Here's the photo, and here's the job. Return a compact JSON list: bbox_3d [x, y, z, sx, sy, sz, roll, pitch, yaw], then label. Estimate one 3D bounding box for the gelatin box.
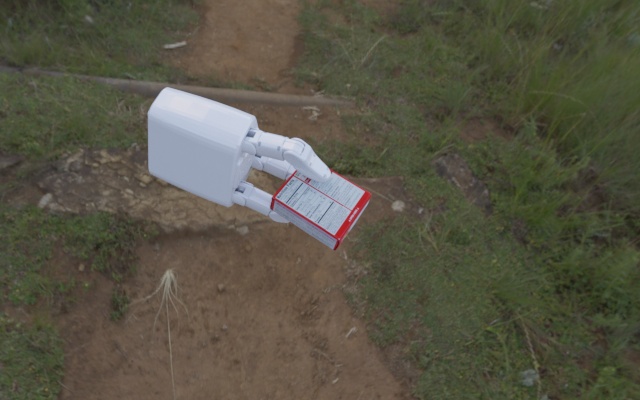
[{"bbox_3d":[0.000,0.002,0.531,0.089,0.073,0.030,31,-32,10],"label":"gelatin box"}]
